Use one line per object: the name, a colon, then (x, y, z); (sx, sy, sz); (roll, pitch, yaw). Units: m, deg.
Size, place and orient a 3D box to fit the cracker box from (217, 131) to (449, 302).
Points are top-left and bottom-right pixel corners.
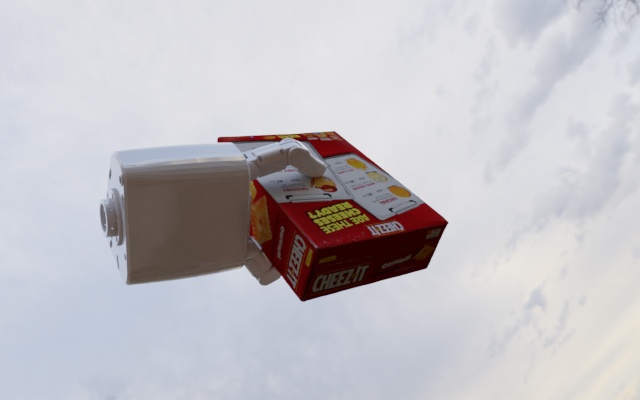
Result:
cracker box: (0.000, 0.001, 0.517); (0.164, 0.072, 0.213); (-8, 37, -34)
